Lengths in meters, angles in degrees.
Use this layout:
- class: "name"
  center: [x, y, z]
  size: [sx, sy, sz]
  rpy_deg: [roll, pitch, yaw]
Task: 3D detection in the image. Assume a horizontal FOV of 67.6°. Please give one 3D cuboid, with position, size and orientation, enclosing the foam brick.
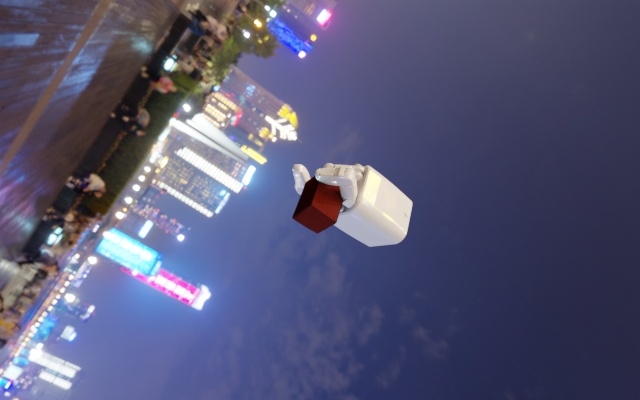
- class: "foam brick"
  center: [0.000, 0.003, 0.745]
  size: [0.051, 0.078, 0.053]
  rpy_deg: [36, -40, -20]
